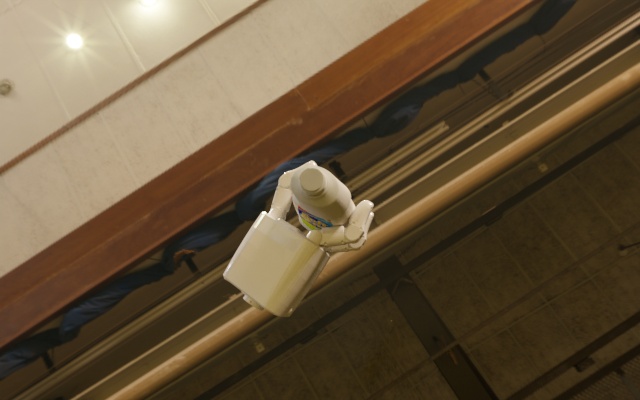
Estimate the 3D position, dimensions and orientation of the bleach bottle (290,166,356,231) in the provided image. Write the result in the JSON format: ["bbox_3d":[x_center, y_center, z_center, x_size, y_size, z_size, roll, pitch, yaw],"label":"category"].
[{"bbox_3d":[0.000,0.002,0.667,0.102,0.068,0.251,30,-8,14],"label":"bleach bottle"}]
